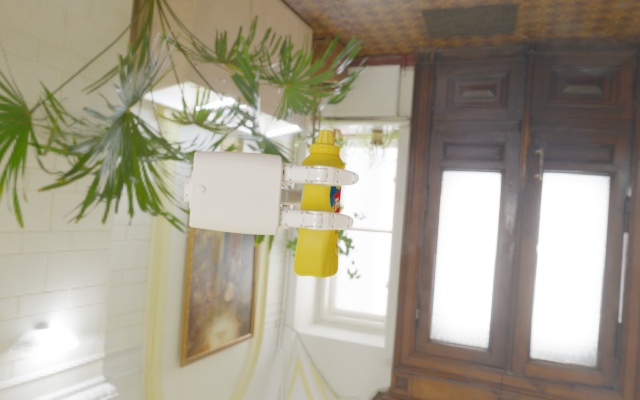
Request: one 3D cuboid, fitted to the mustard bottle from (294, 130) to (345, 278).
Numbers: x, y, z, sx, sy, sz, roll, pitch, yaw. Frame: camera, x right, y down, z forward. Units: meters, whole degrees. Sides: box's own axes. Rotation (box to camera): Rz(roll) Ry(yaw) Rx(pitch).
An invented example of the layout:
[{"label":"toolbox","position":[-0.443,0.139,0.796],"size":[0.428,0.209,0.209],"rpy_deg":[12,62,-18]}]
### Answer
[{"label":"mustard bottle","position":[0.000,0.002,0.636],"size":[0.058,0.191,0.096],"rpy_deg":[4,-1,11]}]
